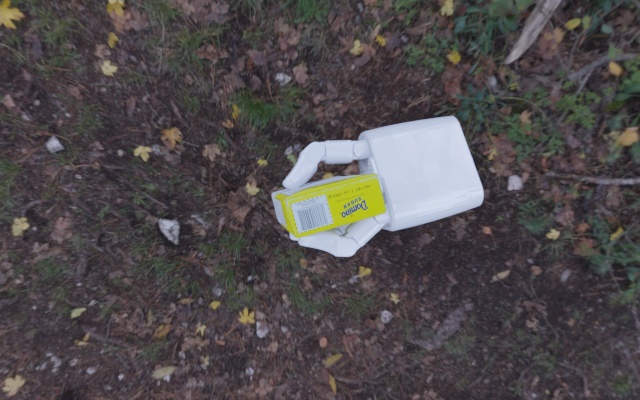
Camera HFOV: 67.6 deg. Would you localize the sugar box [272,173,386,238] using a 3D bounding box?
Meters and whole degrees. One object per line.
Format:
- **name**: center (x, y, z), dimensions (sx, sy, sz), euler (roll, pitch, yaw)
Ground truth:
- **sugar box**: center (0.000, 0.002, 0.525), dimensions (0.093, 0.048, 0.176), euler (-15, 2, -8)
